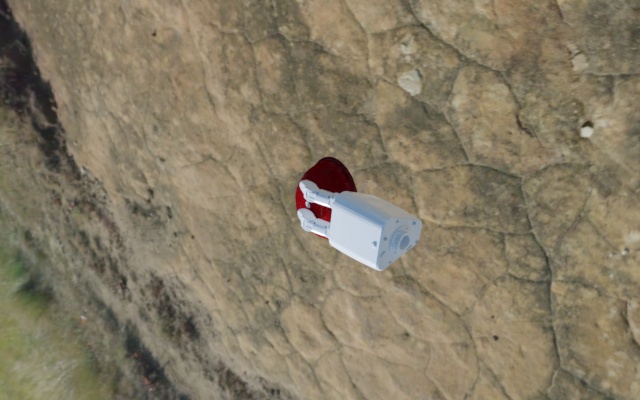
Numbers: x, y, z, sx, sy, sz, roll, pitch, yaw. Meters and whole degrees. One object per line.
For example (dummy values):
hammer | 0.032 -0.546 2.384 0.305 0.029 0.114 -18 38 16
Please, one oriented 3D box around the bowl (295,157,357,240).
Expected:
bowl | -0.001 0.003 0.869 0.055 0.162 0.162 -9 5 -32
